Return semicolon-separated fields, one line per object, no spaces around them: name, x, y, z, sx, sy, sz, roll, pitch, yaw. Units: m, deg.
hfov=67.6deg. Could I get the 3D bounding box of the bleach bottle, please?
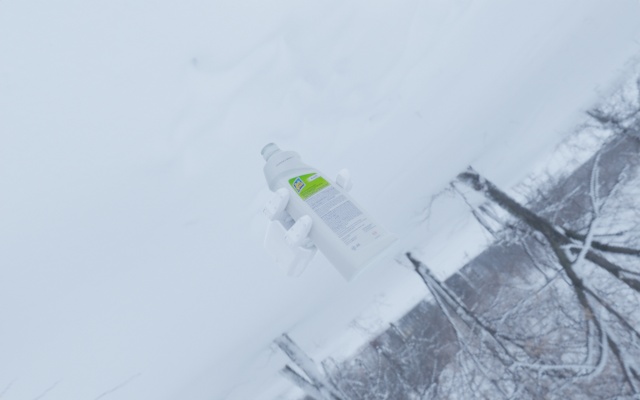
bleach bottle;0.000;0.002;0.738;0.102;0.250;0.068;-29;-21;-34
